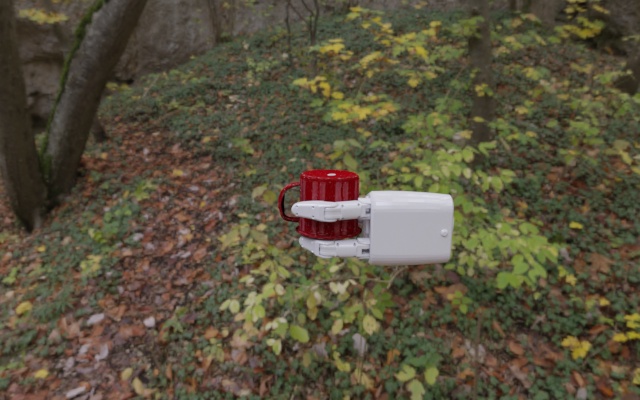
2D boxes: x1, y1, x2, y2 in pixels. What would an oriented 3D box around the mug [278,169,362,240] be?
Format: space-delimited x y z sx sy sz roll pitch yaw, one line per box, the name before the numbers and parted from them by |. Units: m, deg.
mug | -0.001 0.002 0.658 0.117 0.081 0.093 1 12 -2
